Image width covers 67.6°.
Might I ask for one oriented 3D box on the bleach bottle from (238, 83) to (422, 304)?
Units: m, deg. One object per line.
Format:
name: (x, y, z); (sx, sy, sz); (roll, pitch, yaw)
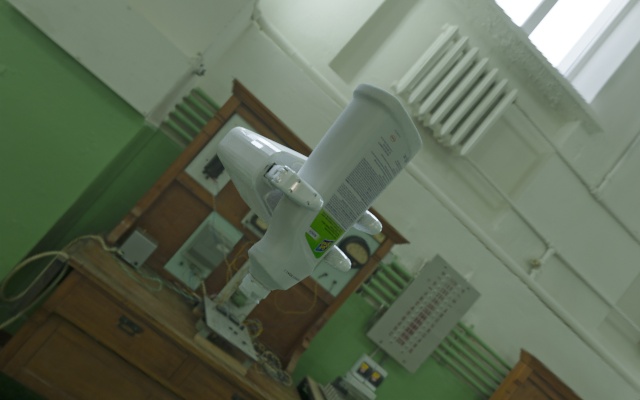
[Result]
bleach bottle: (0.000, 0.002, 0.512); (0.068, 0.251, 0.103); (36, -6, 43)
